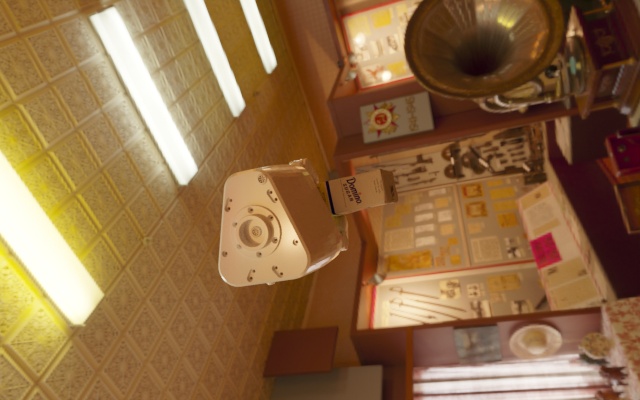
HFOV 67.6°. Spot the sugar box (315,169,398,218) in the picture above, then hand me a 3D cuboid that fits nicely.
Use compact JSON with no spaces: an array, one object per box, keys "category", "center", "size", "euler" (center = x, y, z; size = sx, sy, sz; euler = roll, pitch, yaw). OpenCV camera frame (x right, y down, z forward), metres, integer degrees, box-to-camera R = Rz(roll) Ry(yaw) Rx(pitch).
[{"category":"sugar box","center":[0.000,0.002,0.579],"size":[0.176,0.048,0.093],"euler":[-10,-2,17]}]
